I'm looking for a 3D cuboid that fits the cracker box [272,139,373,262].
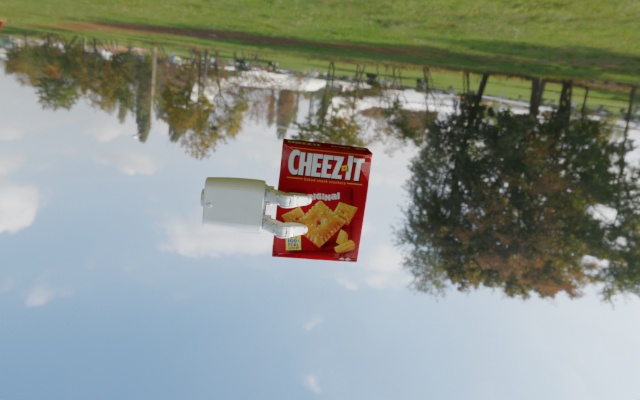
[{"bbox_3d":[0.000,0.003,0.887,0.164,0.214,0.072,6,14,-7],"label":"cracker box"}]
